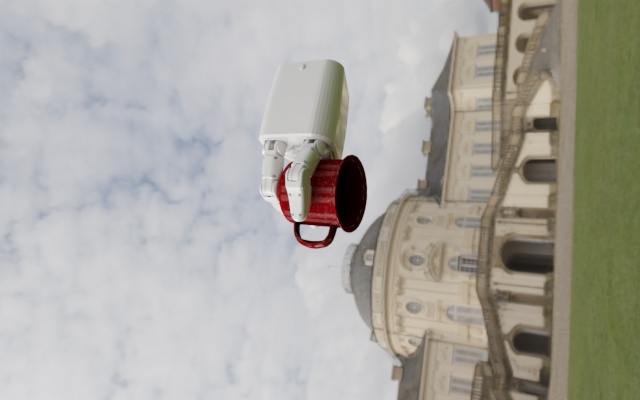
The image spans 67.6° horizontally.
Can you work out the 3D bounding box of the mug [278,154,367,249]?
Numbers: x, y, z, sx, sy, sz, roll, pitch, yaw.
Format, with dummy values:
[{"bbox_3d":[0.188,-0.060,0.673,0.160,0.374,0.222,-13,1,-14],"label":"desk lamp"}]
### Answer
[{"bbox_3d":[0.000,0.003,0.580,0.081,0.117,0.093,3,-19,28],"label":"mug"}]
